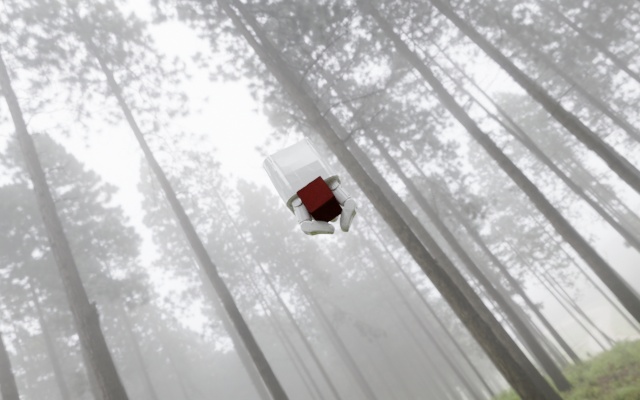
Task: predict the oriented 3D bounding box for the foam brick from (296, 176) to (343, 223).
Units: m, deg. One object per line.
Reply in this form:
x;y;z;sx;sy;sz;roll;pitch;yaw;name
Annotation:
0.000;0.003;0.838;0.053;0.051;0.078;-34;-25;0;foam brick
